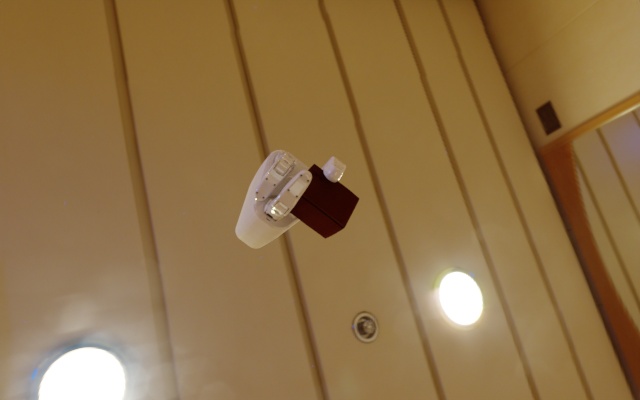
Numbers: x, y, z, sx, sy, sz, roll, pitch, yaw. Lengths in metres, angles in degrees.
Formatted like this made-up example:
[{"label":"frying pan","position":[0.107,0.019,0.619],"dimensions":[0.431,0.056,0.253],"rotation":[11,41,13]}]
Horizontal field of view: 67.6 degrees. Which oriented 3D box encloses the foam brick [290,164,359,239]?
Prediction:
[{"label":"foam brick","position":[0.000,0.002,0.619],"dimensions":[0.078,0.053,0.051],"rotation":[38,-34,-8]}]
